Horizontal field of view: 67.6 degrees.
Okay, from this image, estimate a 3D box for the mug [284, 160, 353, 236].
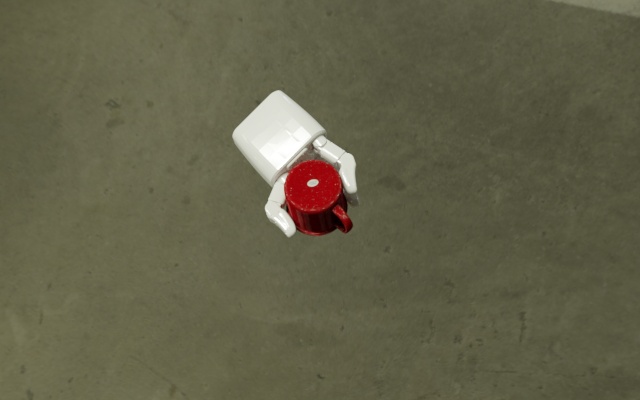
[{"bbox_3d":[0.001,0.003,0.680,0.093,0.117,0.081,-41,-20,-13],"label":"mug"}]
